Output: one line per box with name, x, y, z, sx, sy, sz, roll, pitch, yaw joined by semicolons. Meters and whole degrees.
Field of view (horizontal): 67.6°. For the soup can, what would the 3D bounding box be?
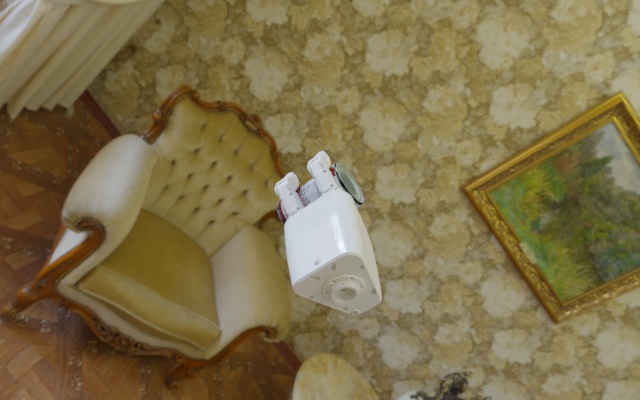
soup can;0.000;0.002;0.659;0.102;0.068;0.068;-33;-12;19
